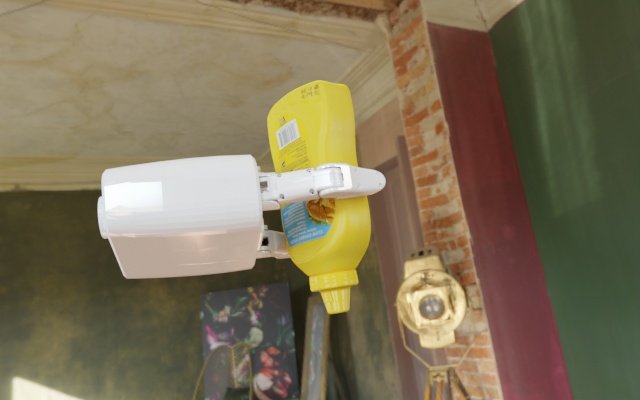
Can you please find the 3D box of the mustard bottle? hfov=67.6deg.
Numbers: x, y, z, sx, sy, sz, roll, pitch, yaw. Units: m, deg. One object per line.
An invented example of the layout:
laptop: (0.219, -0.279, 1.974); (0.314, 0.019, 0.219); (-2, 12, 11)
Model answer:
mustard bottle: (0.000, 0.001, 0.419); (0.058, 0.191, 0.096); (0, -15, -38)
